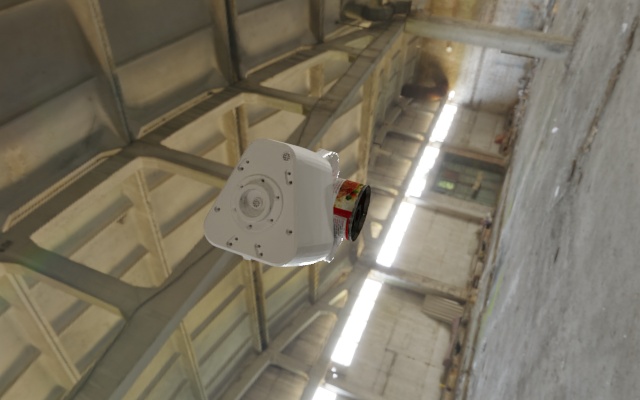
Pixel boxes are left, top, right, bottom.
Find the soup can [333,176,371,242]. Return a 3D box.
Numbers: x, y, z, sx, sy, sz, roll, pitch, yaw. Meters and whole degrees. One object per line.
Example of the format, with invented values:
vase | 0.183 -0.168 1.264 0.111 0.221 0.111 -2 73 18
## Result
soup can | 0.000 0.002 0.561 0.102 0.068 0.068 16 5 17
